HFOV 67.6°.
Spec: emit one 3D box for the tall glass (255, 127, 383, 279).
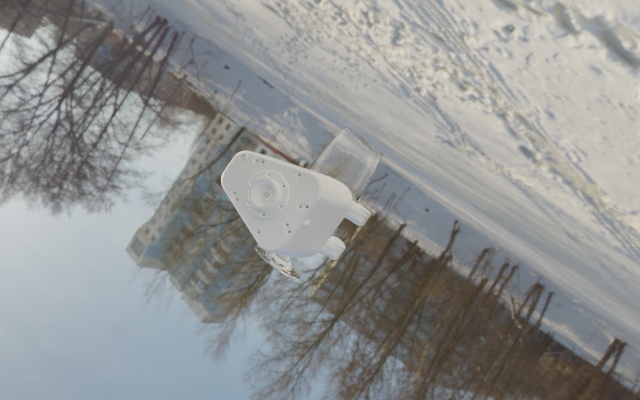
[{"bbox_3d":[0.000,0.003,0.634,0.079,0.201,0.079,35,6,-4],"label":"tall glass"}]
